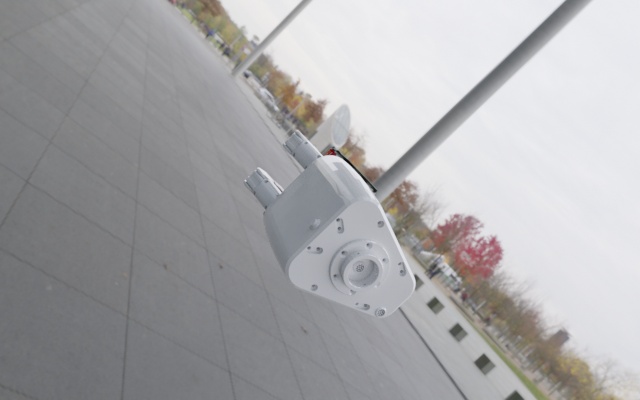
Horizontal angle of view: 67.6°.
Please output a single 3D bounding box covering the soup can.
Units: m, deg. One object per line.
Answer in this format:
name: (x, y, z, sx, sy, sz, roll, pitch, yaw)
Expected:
soup can: (0.000, 0.001, 0.497, 0.102, 0.068, 0.068, -44, -5, 5)
